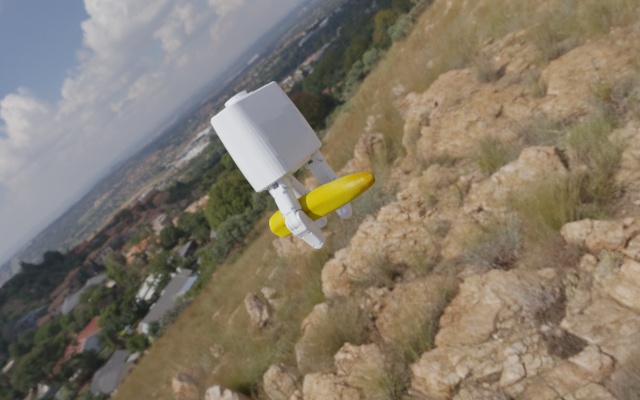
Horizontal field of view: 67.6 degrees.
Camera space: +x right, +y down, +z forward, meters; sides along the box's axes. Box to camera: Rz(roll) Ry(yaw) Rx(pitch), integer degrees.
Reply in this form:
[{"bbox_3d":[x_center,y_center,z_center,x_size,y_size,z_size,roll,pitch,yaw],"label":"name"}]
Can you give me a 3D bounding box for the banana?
[{"bbox_3d":[-0.014,0.010,0.623,0.069,0.037,0.198,-29,-1,-43],"label":"banana"}]
